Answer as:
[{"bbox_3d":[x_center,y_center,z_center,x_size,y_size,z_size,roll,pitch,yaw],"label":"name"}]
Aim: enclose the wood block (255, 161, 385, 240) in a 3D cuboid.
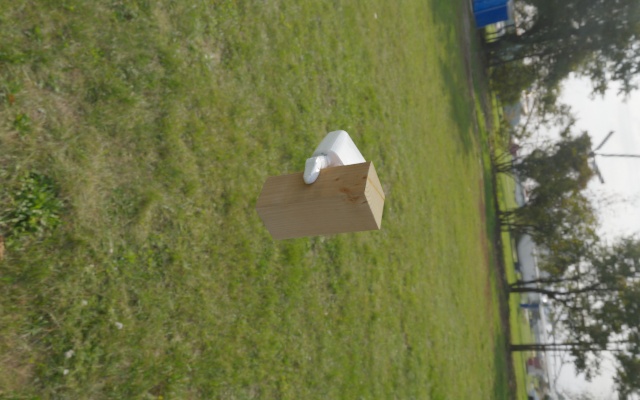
[{"bbox_3d":[0.000,0.002,0.861,0.206,0.091,0.090,-8,40,22],"label":"wood block"}]
